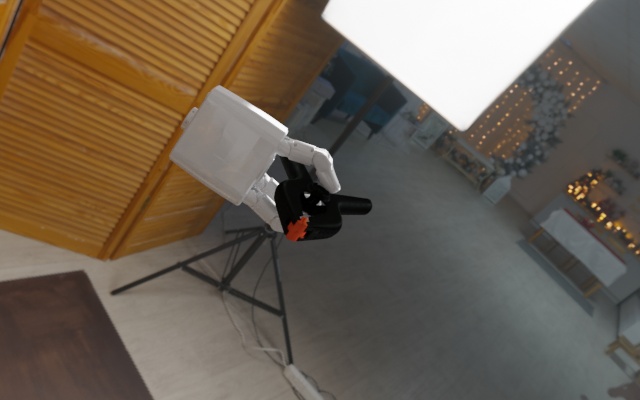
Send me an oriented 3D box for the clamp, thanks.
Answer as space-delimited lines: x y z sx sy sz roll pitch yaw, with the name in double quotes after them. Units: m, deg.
0.000 0.002 0.626 0.164 0.036 0.210 32 24 -10 "clamp"
